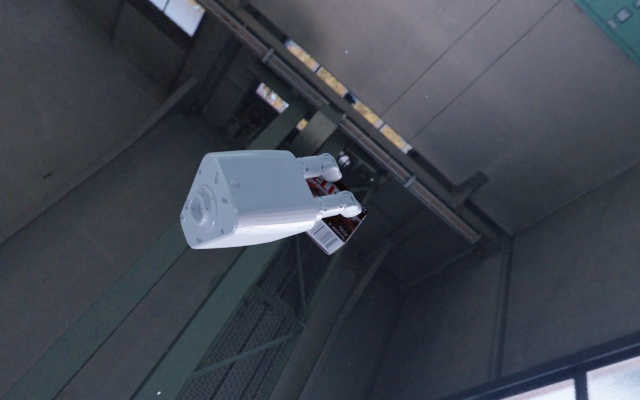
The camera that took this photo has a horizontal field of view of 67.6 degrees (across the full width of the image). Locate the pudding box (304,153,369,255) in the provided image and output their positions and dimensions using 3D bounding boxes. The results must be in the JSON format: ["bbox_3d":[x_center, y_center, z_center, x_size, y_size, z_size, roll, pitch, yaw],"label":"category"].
[{"bbox_3d":[0.000,0.002,0.614,0.039,0.113,0.090,-41,3,37],"label":"pudding box"}]
